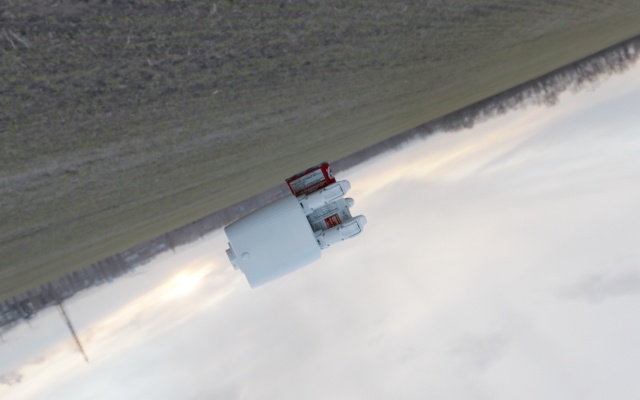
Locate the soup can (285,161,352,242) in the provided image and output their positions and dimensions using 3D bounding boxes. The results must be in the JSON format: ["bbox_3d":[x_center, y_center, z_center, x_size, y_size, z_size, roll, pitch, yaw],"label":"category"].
[{"bbox_3d":[0.001,0.002,0.692,0.068,0.102,0.068,-25,2,1],"label":"soup can"}]
